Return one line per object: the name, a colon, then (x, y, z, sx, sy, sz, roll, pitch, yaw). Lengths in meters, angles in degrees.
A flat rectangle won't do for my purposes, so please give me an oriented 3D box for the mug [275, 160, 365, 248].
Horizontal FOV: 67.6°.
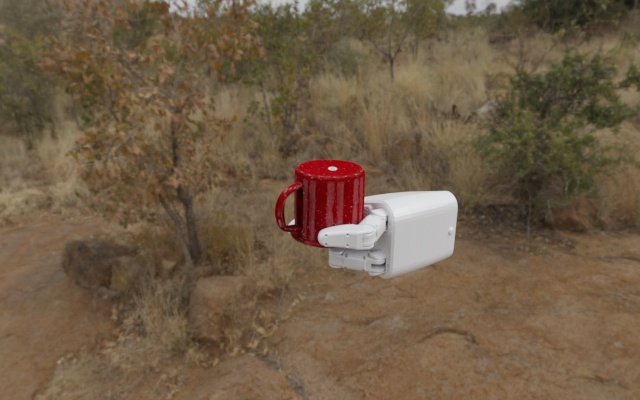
mug: (-0.001, 0.002, 0.552, 0.117, 0.081, 0.093, -11, 22, -29)
